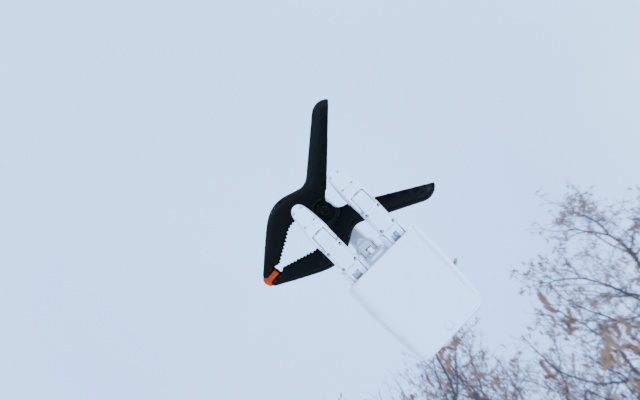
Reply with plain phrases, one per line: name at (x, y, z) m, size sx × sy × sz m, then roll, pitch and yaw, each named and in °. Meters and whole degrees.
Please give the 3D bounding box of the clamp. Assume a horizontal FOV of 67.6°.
clamp at (0.000, 0.002, 0.532) m, size 0.210 × 0.164 × 0.036 m, roll -45°, pitch -4°, yaw -3°
